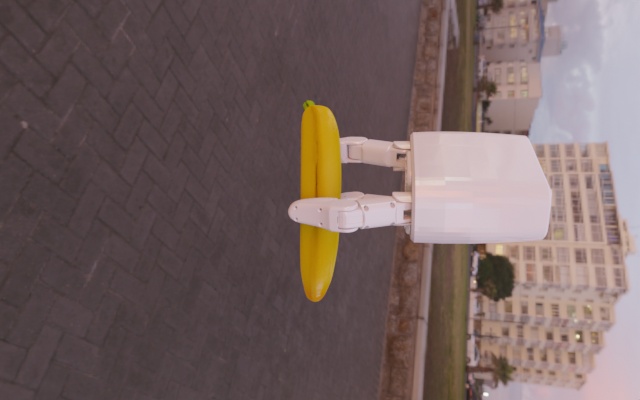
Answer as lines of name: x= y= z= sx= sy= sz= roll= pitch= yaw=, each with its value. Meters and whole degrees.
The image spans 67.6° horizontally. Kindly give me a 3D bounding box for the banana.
banana: x=0.000 y=-0.003 z=0.440 sx=0.037 sy=0.198 sz=0.069 roll=0 pitch=-5 yaw=0
